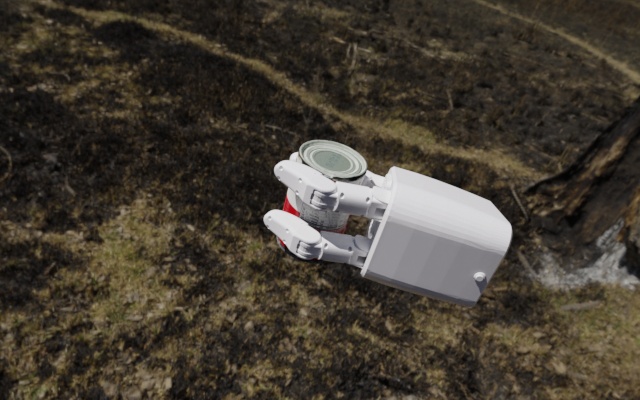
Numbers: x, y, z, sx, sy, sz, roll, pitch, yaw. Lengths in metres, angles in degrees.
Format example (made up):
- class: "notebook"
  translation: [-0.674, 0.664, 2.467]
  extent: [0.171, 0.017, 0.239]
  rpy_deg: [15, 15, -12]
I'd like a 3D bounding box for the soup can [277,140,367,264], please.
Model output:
- class: "soup can"
  translation: [0.000, 0.001, 0.464]
  extent: [0.068, 0.102, 0.068]
  rpy_deg: [11, 34, -8]
